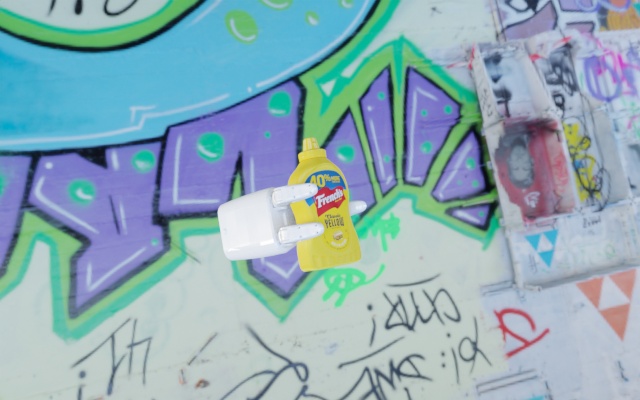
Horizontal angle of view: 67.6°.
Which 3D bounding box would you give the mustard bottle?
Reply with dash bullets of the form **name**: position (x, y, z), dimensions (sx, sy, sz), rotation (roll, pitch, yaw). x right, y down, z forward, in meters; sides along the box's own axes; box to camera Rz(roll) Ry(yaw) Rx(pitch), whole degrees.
- **mustard bottle**: position (0.000, 0.002, 0.698), dimensions (0.096, 0.191, 0.058), rotation (-6, -8, -35)
